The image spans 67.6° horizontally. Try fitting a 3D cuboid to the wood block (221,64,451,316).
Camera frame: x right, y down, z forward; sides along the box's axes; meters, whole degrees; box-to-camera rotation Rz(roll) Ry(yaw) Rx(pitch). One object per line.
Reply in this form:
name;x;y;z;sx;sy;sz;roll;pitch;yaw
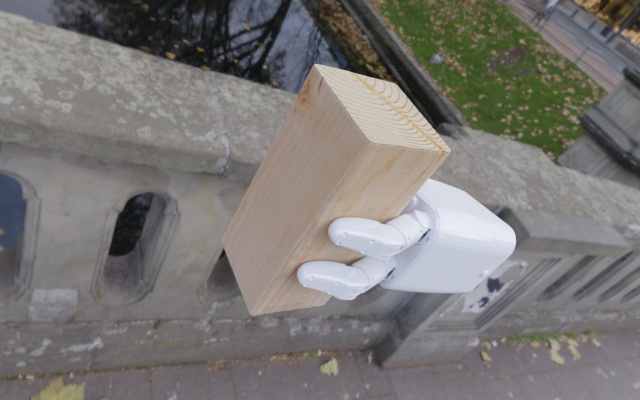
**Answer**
wood block;0.000;0.001;0.414;0.090;0.090;0.206;1;-44;-38
